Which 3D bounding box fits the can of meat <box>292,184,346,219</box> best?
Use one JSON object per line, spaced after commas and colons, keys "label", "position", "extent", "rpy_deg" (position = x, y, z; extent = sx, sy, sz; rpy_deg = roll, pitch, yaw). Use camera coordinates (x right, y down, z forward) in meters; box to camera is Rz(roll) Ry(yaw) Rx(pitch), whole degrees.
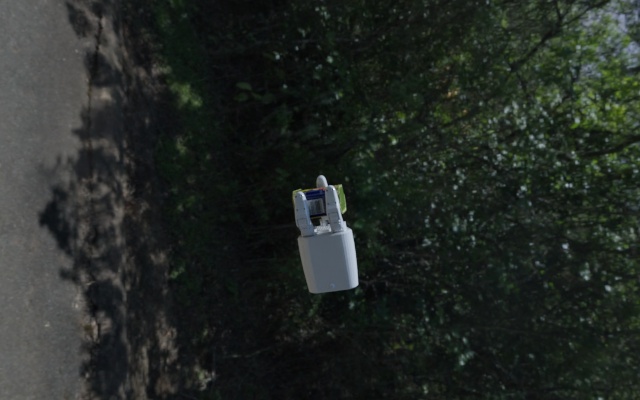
{"label": "can of meat", "position": [0.000, 0.003, 0.878], "extent": [0.084, 0.057, 0.102], "rpy_deg": [-8, 3, 8]}
